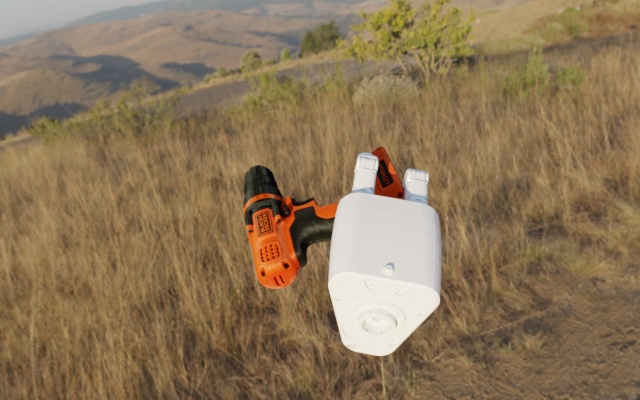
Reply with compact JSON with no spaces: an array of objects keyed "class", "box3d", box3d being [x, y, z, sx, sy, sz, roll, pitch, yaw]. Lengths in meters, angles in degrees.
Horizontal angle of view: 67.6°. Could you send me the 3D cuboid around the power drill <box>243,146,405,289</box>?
[{"class":"power drill","box3d":[0.001,0.002,0.567,0.187,0.184,0.057,-20,-42,3]}]
